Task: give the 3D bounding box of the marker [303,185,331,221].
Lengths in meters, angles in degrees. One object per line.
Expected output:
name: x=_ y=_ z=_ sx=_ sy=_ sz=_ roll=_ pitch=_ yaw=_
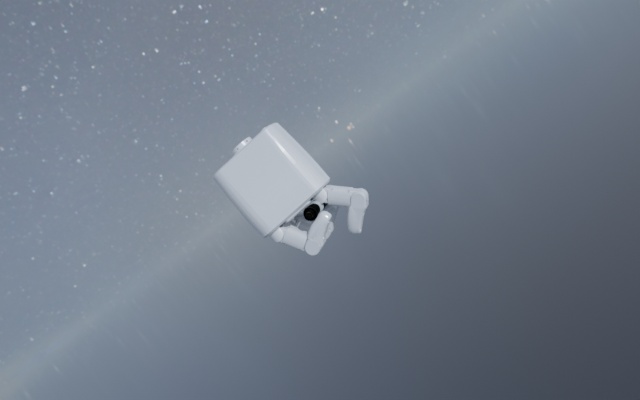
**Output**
marker: x=0.000 y=0.002 z=0.643 sx=0.020 sy=0.020 sz=0.121 roll=0 pitch=16 yaw=15
